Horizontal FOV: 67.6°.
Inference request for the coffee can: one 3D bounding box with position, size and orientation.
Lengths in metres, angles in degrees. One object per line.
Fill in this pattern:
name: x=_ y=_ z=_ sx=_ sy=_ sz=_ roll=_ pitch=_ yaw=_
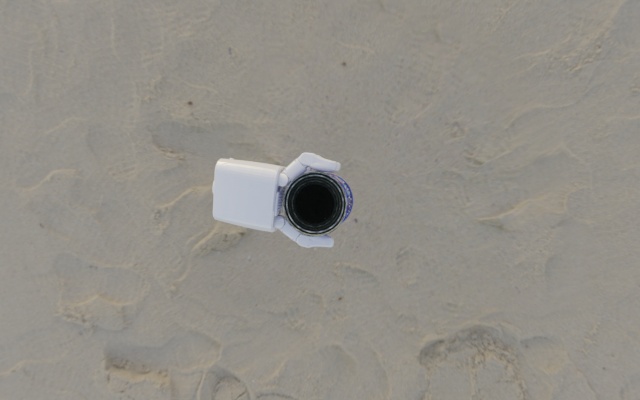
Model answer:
coffee can: x=0.000 y=0.003 z=0.806 sx=0.103 sy=0.103 sz=0.140 roll=0 pitch=2 yaw=8
